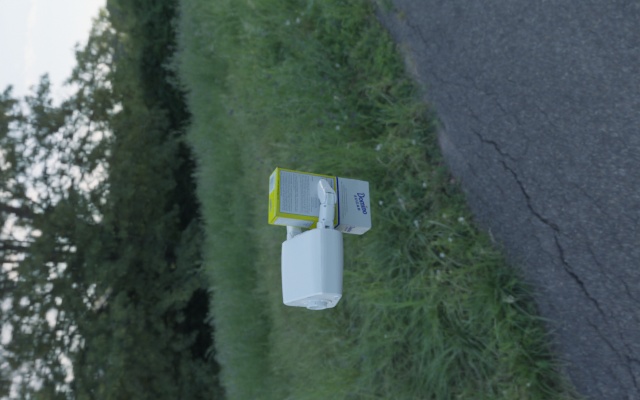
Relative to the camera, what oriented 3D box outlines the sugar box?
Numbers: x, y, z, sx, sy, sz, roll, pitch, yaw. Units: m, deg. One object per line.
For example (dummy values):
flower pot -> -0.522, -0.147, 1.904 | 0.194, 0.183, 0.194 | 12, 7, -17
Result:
sugar box -> 0.000, 0.003, 0.833 | 0.176, 0.093, 0.048 | 10, -26, -22
